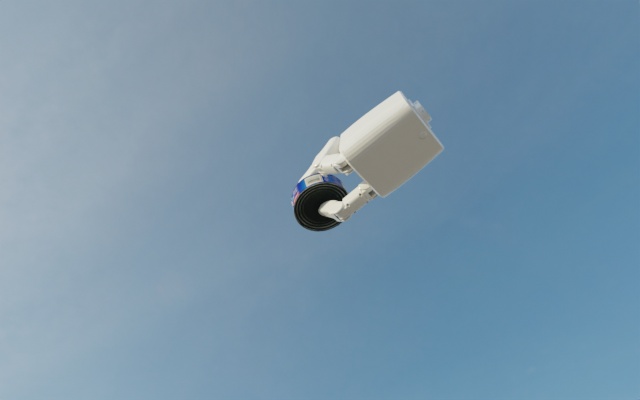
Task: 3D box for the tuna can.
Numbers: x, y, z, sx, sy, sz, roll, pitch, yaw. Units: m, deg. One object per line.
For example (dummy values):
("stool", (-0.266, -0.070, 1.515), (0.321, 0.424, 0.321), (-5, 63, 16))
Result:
("tuna can", (0.000, 0.002, 0.713), (0.086, 0.086, 0.033), (0, 33, -13))
